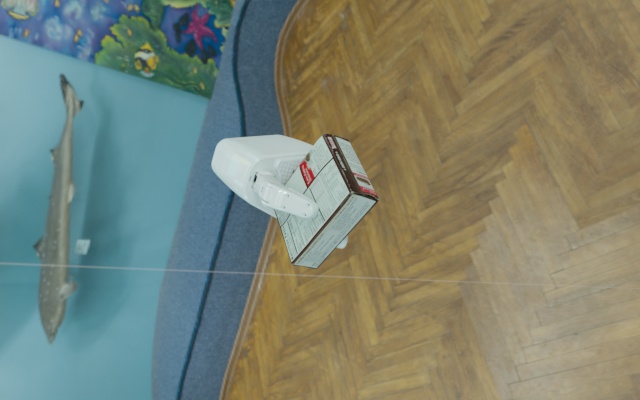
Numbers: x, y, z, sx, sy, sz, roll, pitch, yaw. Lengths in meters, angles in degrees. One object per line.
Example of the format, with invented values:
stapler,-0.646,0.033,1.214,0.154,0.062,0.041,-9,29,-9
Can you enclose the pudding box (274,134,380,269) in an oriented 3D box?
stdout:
pudding box,0.000,0.002,0.491,0.039,0.090,0.113,11,-49,-36
